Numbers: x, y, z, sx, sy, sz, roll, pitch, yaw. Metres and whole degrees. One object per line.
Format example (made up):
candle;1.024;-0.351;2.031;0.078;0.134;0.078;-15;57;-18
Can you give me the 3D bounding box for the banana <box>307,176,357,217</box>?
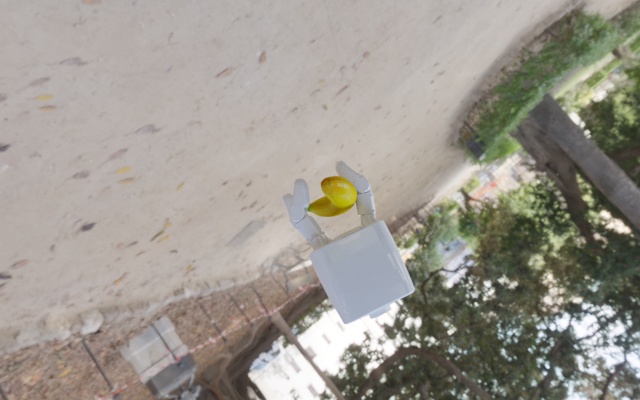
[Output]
banana;0.017;-0.001;0.673;0.069;0.037;0.198;-11;-10;-14
